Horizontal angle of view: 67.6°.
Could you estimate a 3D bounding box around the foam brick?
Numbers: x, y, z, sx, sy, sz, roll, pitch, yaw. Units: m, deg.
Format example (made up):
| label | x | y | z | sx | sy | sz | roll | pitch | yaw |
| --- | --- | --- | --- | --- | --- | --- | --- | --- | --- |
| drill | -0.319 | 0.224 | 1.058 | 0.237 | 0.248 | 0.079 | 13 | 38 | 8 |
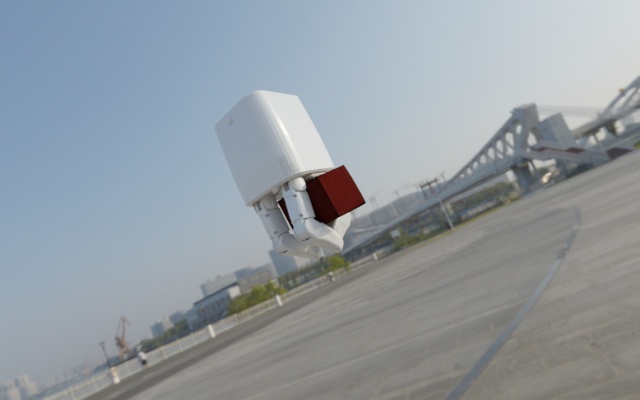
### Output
| label | x | y | z | sx | sy | sz | roll | pitch | yaw |
| --- | --- | --- | --- | --- | --- | --- | --- | --- | --- |
| foam brick | 0.000 | 0.002 | 0.546 | 0.078 | 0.051 | 0.053 | -29 | -3 | 43 |
